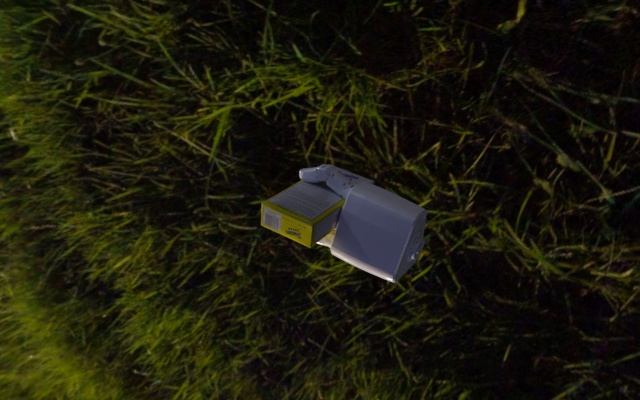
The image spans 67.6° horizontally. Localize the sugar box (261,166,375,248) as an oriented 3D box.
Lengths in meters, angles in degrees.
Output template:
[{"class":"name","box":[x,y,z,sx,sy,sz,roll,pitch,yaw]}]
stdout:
[{"class":"sugar box","box":[0.000,0.003,0.728,0.093,0.048,0.176,23,31,27]}]
